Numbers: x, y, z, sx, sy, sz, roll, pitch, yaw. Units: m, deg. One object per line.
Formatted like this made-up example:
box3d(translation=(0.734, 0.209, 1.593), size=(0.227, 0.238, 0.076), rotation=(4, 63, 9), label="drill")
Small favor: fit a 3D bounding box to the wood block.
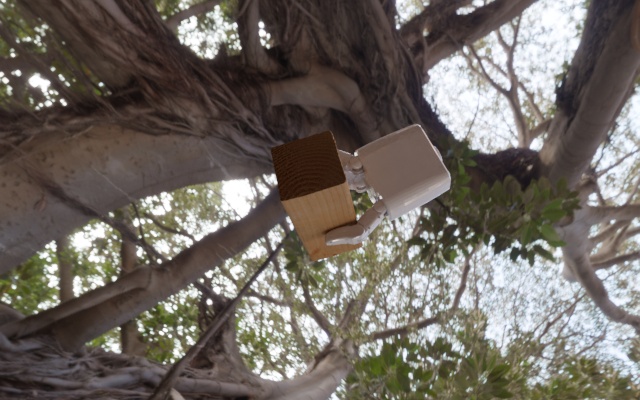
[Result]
box3d(translation=(0.001, 0.003, 0.712), size=(0.090, 0.090, 0.206), rotation=(-17, -31, 3), label="wood block")
